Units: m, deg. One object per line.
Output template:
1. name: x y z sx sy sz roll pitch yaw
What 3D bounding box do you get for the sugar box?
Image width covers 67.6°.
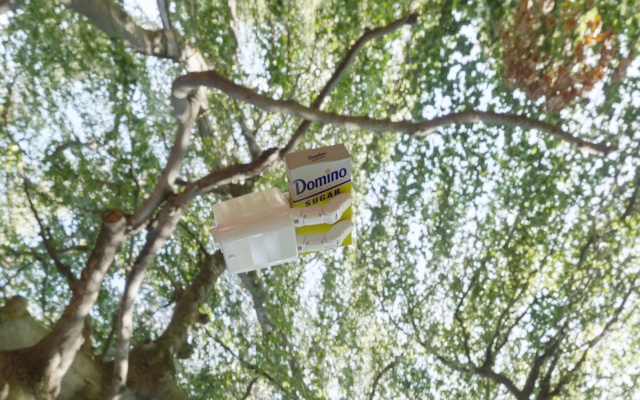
1. sugar box: 0.000 0.003 0.736 0.093 0.176 0.048 -12 42 -9
